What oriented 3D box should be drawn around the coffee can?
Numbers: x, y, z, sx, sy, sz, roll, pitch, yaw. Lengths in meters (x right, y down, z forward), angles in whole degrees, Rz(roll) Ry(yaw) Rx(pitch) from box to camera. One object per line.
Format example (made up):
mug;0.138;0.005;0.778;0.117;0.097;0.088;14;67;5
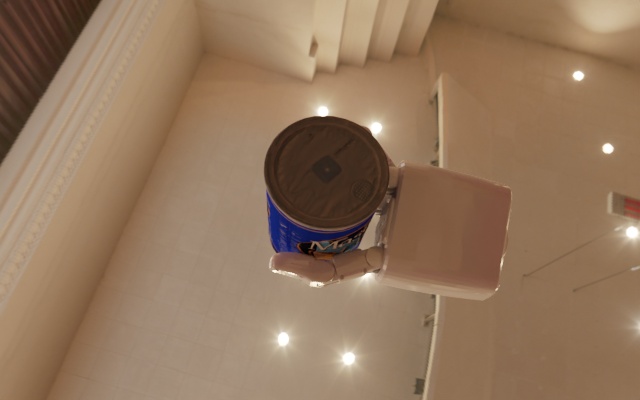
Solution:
coffee can;0.000;0.001;0.449;0.103;0.102;0.140;0;-23;-5
